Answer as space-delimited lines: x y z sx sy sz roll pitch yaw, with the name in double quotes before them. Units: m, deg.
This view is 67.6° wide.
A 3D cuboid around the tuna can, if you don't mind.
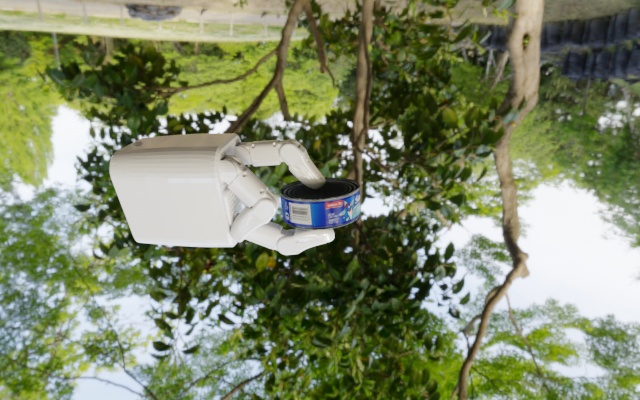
"tuna can" 0.000 0.002 0.511 0.086 0.034 0.086 -4 17 1
